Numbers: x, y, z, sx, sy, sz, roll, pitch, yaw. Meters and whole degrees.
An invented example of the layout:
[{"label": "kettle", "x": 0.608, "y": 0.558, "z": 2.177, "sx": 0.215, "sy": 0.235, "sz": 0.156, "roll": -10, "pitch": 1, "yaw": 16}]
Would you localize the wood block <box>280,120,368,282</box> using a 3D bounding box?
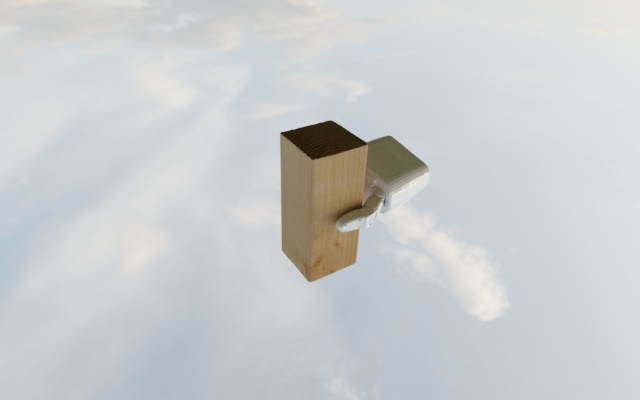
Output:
[{"label": "wood block", "x": 0.001, "y": 0.002, "z": 0.692, "sx": 0.090, "sy": 0.206, "sz": 0.090, "roll": -18, "pitch": 39, "yaw": -28}]
